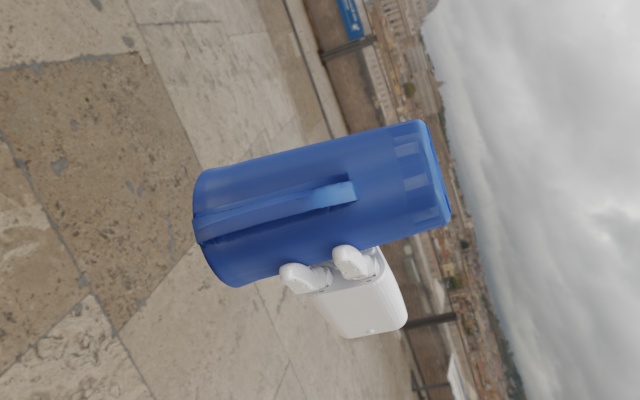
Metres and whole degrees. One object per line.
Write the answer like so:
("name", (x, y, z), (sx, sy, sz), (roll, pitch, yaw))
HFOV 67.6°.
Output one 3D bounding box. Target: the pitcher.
("pitcher", (0.000, 0.002, 0.484), (0.243, 0.149, 0.145), (-15, -49, 15))
